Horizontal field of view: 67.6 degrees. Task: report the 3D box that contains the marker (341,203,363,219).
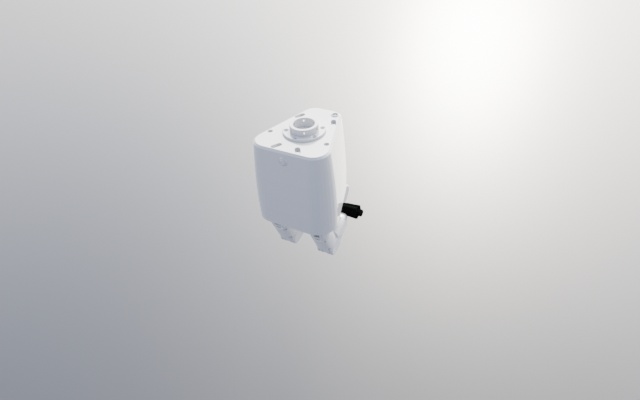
[{"bbox_3d":[0.000,0.002,0.644,0.121,0.020,0.020,15,6,22],"label":"marker"}]
